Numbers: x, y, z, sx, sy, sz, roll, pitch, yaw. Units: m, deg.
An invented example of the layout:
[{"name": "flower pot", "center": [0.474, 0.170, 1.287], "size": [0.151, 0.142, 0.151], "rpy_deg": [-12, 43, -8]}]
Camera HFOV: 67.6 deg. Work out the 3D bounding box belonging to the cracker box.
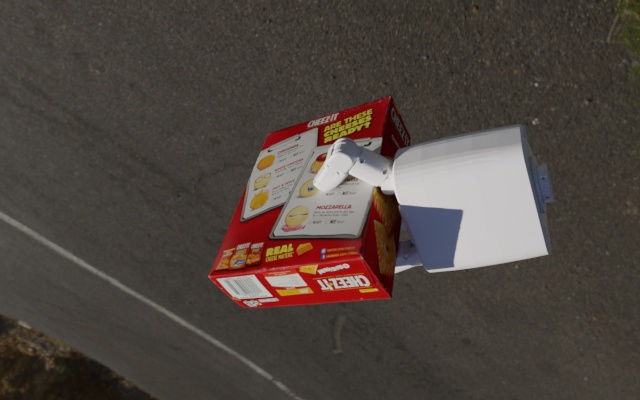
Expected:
[{"name": "cracker box", "center": [0.000, 0.002, 0.494], "size": [0.164, 0.213, 0.072], "rpy_deg": [-12, -48, 28]}]
